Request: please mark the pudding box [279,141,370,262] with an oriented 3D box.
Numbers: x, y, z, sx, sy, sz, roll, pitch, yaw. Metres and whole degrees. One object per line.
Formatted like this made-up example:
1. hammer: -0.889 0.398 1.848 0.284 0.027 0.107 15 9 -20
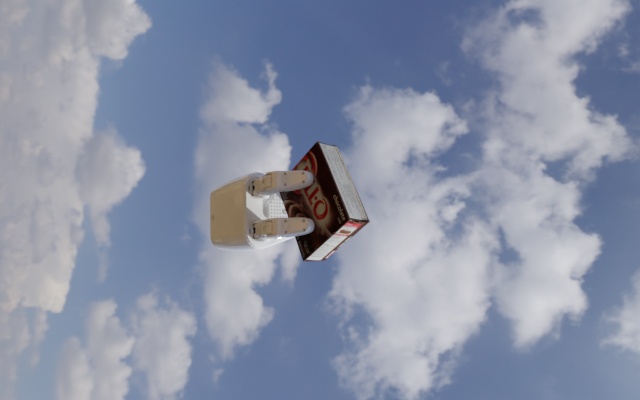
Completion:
1. pudding box: 0.000 0.002 0.562 0.039 0.113 0.090 3 -37 -41
